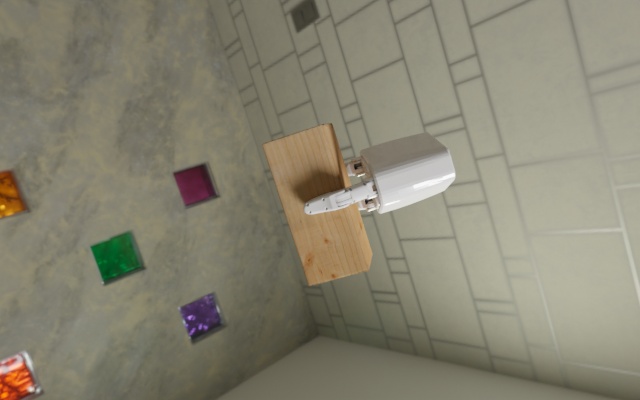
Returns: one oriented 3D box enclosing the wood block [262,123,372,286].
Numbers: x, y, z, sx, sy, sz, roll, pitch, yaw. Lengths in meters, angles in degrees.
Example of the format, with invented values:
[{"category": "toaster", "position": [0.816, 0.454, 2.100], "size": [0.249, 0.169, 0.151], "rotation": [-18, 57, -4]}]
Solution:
[{"category": "wood block", "position": [0.000, 0.002, 0.682], "size": [0.090, 0.206, 0.091], "rotation": [-16, 6, 12]}]
